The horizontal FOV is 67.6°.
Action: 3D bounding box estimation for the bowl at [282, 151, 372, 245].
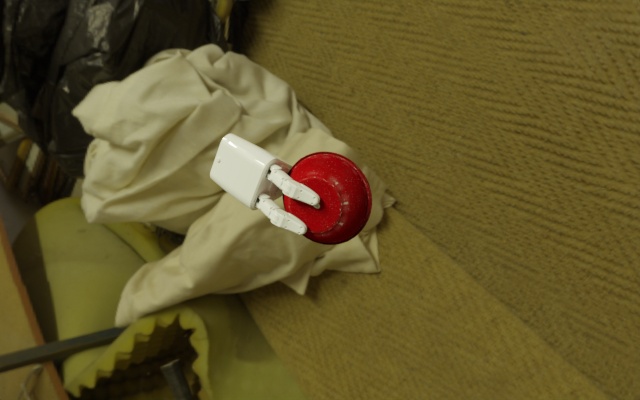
[{"bbox_3d":[0.001,0.003,0.783,0.162,0.162,0.055,0,12,21],"label":"bowl"}]
